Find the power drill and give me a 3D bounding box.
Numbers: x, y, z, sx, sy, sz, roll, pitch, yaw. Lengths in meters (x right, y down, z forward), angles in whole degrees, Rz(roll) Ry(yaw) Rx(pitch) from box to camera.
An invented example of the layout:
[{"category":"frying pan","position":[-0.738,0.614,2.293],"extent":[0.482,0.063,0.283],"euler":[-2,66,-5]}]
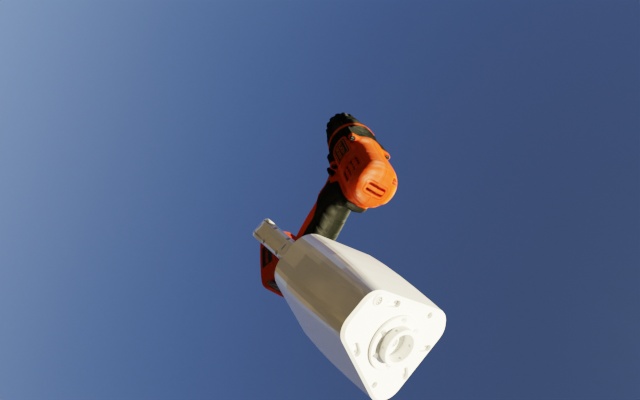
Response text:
[{"category":"power drill","position":[0.000,0.002,0.521],"extent":[0.057,0.188,0.184],"euler":[26,20,-18]}]
